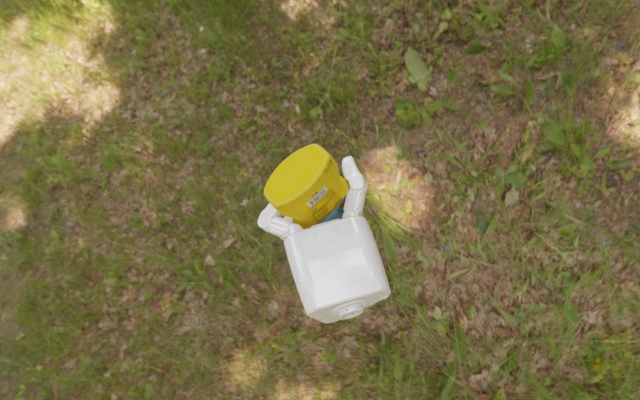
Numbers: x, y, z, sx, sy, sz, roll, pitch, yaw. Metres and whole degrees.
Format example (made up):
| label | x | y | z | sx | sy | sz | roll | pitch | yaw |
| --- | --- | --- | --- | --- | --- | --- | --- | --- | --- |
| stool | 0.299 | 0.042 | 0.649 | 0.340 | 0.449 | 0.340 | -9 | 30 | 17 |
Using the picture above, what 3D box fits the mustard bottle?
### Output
| label | x | y | z | sx | sy | sz | roll | pitch | yaw |
| --- | --- | --- | --- | --- | --- | --- | --- | --- | --- |
| mustard bottle | 0.000 | 0.002 | 0.667 | 0.058 | 0.096 | 0.192 | 44 | -2 | 29 |
